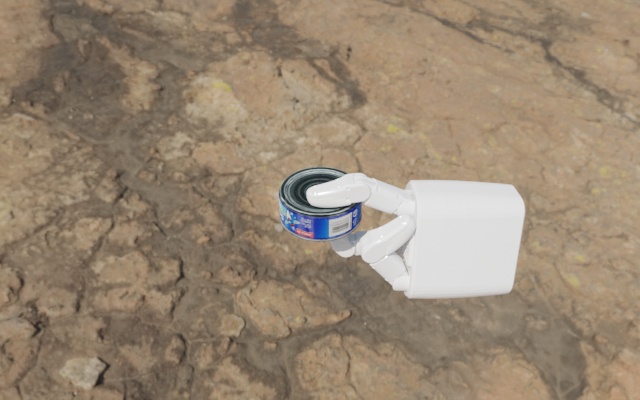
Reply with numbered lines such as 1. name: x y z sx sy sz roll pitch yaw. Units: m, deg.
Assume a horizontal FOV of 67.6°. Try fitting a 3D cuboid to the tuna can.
1. tuna can: 0.000 0.001 0.488 0.086 0.034 0.086 0 37 0
